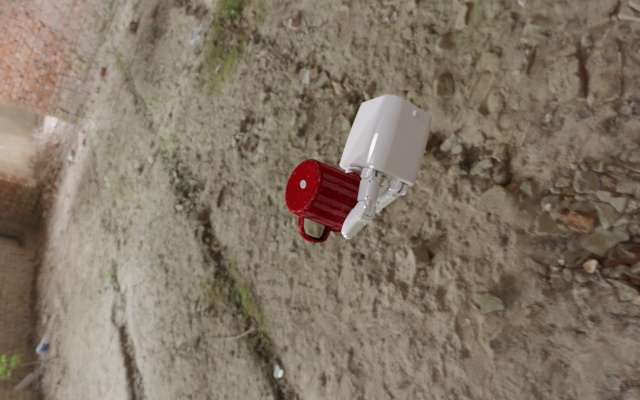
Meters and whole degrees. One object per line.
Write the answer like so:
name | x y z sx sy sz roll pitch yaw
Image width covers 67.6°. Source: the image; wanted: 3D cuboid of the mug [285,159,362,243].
mug | -0.001 0.004 0.678 0.081 0.117 0.093 21 -6 -36
